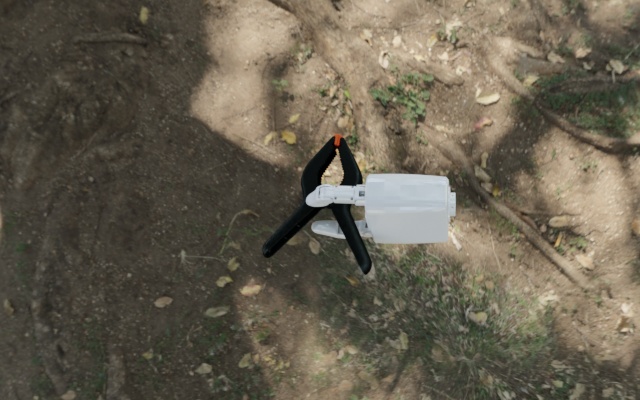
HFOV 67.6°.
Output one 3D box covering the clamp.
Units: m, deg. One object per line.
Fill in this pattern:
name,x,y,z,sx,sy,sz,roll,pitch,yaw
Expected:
clamp,0.000,0.002,0.710,0.164,0.210,0.036,1,-17,15
